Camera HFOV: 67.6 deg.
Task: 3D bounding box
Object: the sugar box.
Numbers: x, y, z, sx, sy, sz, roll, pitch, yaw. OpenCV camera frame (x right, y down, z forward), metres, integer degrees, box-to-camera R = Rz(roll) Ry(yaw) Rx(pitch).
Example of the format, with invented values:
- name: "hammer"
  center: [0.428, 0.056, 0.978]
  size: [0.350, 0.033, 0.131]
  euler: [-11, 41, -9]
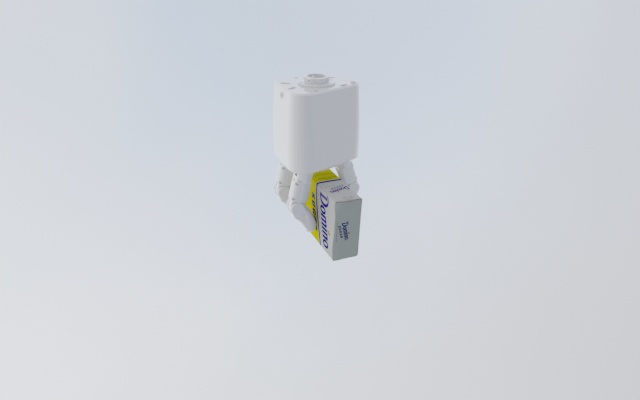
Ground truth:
- name: "sugar box"
  center: [0.000, 0.002, 0.701]
  size: [0.048, 0.093, 0.176]
  euler: [-9, 29, -20]
